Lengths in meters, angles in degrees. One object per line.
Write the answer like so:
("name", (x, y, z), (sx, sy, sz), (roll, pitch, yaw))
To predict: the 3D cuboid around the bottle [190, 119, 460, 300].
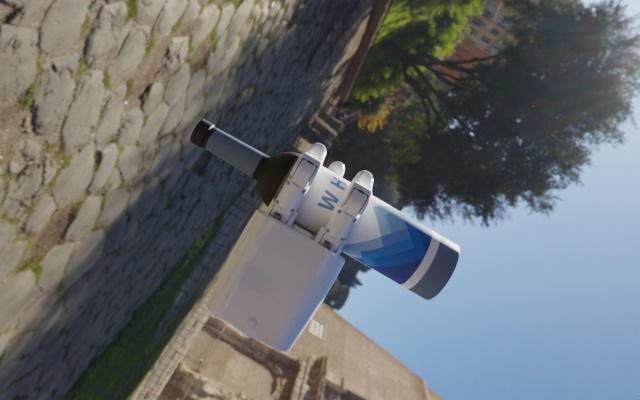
("bottle", (0.000, 0.002, 0.497), (0.296, 0.069, 0.069), (30, -1, -2))
